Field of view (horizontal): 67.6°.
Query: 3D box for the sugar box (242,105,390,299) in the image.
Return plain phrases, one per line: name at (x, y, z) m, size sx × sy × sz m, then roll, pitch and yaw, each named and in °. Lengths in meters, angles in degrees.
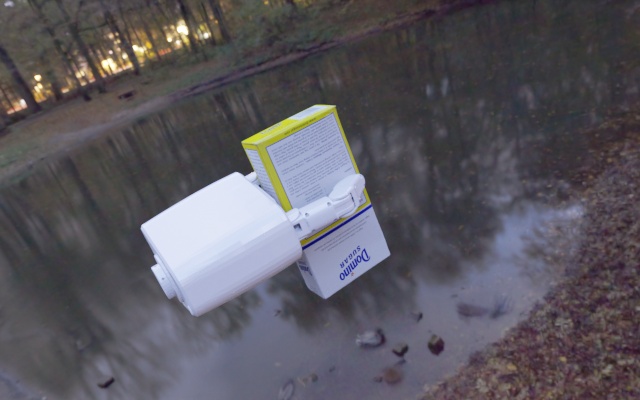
sugar box at (0.000, 0.001, 0.487) m, size 0.093 × 0.176 × 0.048 m, roll -30°, pitch 24°, yaw -21°
